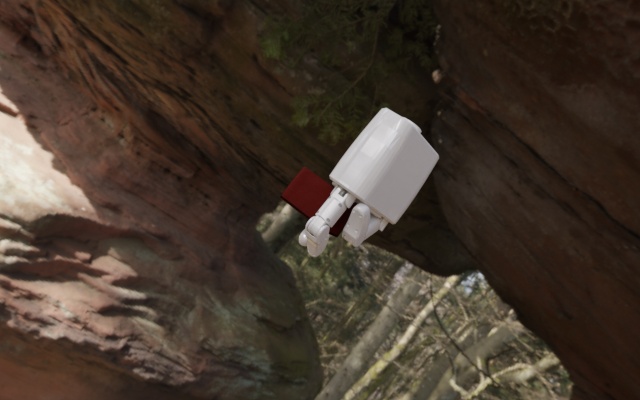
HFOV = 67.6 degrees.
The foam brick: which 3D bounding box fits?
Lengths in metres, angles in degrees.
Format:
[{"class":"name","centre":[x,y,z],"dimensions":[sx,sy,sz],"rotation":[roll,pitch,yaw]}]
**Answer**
[{"class":"foam brick","centre":[0.000,0.002,0.609],"dimensions":[0.078,0.051,0.053],"rotation":[37,3,25]}]
